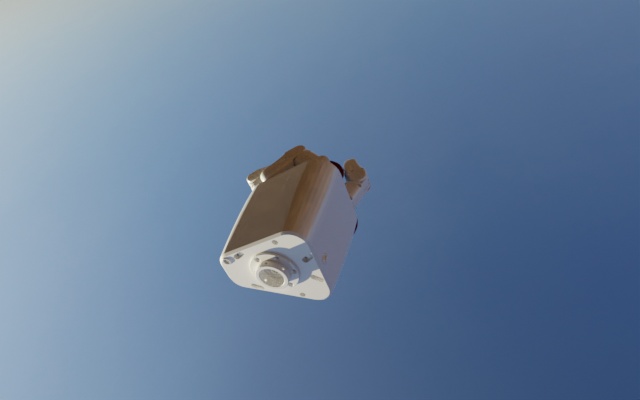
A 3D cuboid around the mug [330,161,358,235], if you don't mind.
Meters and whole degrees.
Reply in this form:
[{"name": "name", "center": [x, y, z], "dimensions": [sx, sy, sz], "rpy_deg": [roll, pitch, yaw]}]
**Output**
[{"name": "mug", "center": [0.000, 0.001, 0.601], "dimensions": [0.093, 0.081, 0.117], "rpy_deg": [-7, 37, 24]}]
